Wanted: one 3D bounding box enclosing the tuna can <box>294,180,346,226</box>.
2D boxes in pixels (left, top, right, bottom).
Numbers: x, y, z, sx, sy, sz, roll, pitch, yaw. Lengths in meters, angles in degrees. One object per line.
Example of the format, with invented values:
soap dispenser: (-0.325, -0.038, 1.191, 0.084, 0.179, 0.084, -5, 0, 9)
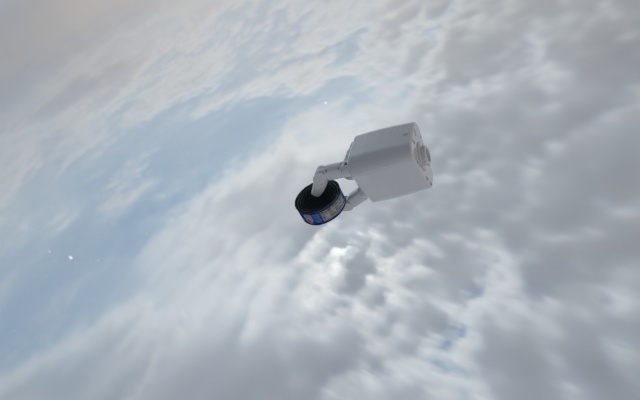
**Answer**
tuna can: (0.000, 0.003, 0.834, 0.086, 0.034, 0.086, -19, 36, 15)
